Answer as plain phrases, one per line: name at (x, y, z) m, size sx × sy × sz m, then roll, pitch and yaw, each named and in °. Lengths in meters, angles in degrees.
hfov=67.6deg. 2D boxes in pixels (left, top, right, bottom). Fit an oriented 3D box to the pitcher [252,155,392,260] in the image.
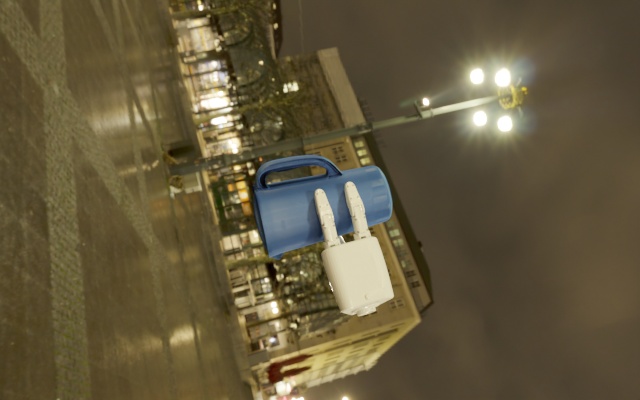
pitcher at (0.000, 0.003, 0.870) m, size 0.243 × 0.145 × 0.149 m, roll -14°, pitch -21°, yaw -10°
